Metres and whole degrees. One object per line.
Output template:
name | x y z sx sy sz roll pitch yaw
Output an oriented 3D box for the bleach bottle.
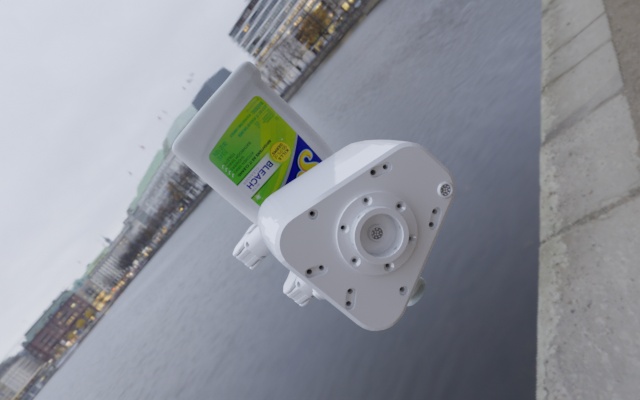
bleach bottle | 0.000 0.001 0.421 0.251 0.102 0.068 40 -2 -12
